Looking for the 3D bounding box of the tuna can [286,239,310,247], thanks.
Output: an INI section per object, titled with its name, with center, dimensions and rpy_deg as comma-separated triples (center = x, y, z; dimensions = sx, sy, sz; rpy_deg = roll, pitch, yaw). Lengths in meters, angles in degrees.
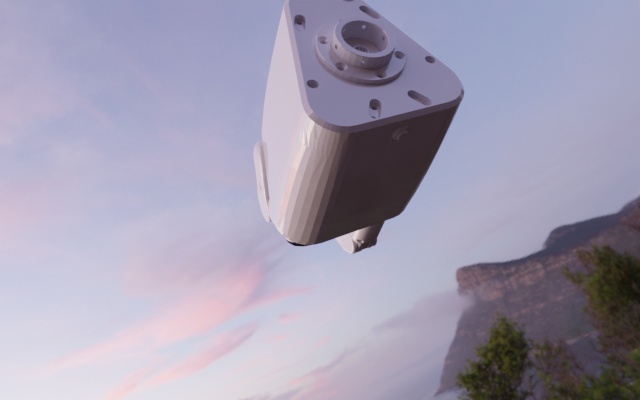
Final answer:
[tuna can]
center = 0.000, 0.001, 0.422
dimensions = 0.086, 0.033, 0.086
rpy_deg = -25, -28, -15
